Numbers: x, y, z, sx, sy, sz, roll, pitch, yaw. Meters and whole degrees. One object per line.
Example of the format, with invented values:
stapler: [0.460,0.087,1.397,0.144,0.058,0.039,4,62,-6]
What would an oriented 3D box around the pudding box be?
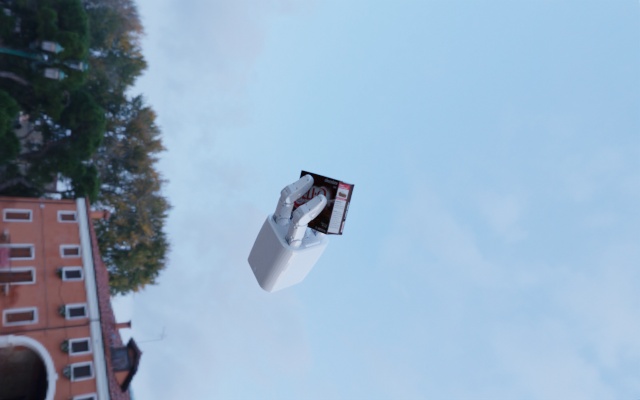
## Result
pudding box: [0.000,0.003,0.798,0.039,0.090,0.113,9,6,-40]
